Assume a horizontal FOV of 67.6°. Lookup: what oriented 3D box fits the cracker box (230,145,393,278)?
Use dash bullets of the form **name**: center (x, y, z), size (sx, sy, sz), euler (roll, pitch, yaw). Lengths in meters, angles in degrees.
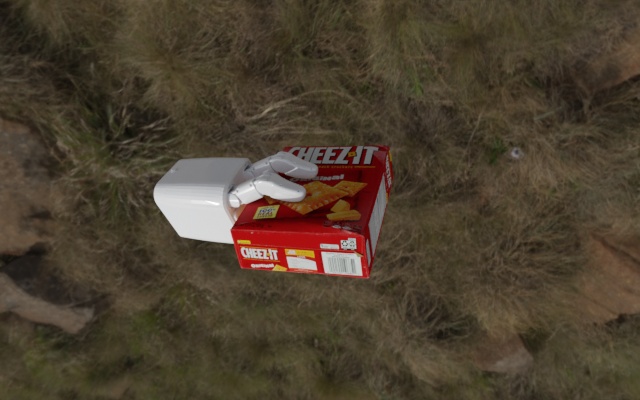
- **cracker box**: center (0.000, 0.002, 0.634), size (0.164, 0.072, 0.213), euler (2, 35, 16)
